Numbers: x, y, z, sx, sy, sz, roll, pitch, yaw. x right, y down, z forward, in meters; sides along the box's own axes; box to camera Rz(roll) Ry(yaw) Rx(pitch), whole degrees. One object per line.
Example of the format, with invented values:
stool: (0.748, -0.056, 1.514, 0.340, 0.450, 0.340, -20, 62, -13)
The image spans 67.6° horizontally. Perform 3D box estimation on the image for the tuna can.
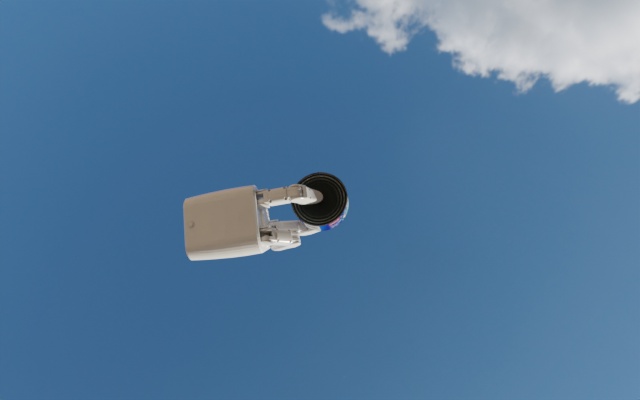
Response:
tuna can: (0.000, 0.003, 0.729, 0.086, 0.086, 0.034, 0, -19, 9)
